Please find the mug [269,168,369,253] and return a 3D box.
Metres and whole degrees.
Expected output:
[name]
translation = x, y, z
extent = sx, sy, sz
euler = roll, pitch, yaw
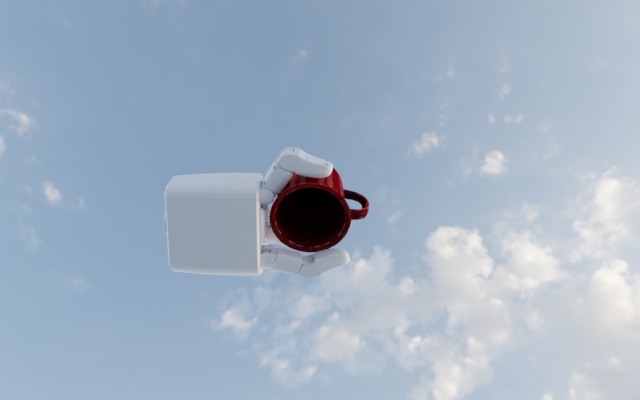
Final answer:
[mug]
translation = 0.002, 0.002, 0.575
extent = 0.117, 0.093, 0.081
euler = 1, 30, -1
